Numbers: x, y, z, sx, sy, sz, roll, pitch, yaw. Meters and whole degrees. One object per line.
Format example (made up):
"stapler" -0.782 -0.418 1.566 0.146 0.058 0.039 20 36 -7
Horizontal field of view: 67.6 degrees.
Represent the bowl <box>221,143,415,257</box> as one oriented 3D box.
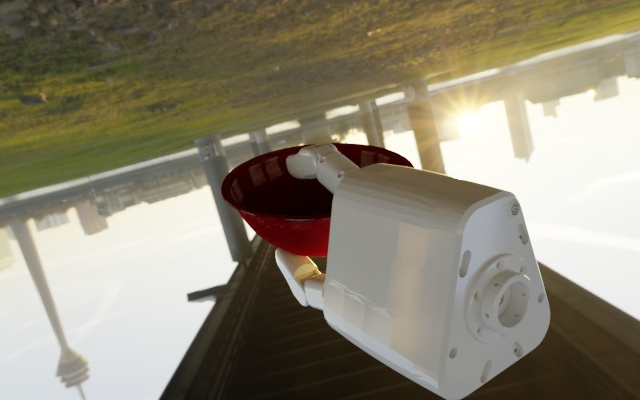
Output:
"bowl" 0.000 0.001 0.410 0.162 0.055 0.162 -4 26 2
